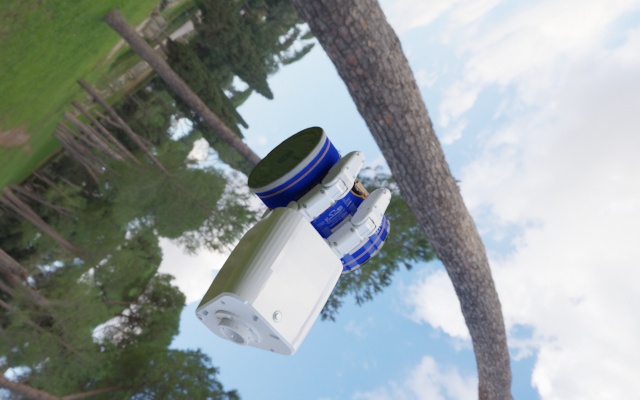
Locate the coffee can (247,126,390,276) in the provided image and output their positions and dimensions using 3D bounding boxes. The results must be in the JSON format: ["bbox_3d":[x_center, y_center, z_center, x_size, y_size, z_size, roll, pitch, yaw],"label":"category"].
[{"bbox_3d":[0.000,0.002,0.545,0.103,0.140,0.102,-31,25,16],"label":"coffee can"}]
